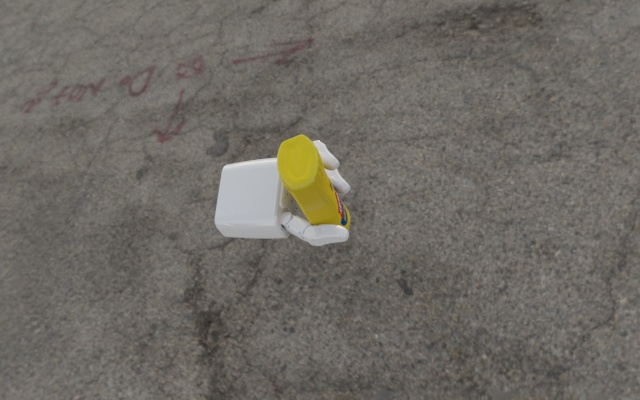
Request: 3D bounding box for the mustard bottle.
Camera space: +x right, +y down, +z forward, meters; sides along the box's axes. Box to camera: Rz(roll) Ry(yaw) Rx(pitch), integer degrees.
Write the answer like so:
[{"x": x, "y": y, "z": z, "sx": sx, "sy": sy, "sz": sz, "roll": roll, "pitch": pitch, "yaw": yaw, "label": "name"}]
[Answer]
[{"x": 0.000, "y": 0.002, "z": 0.682, "sx": 0.058, "sy": 0.096, "sz": 0.192, "roll": -22, "pitch": -41, "yaw": 6, "label": "mustard bottle"}]
